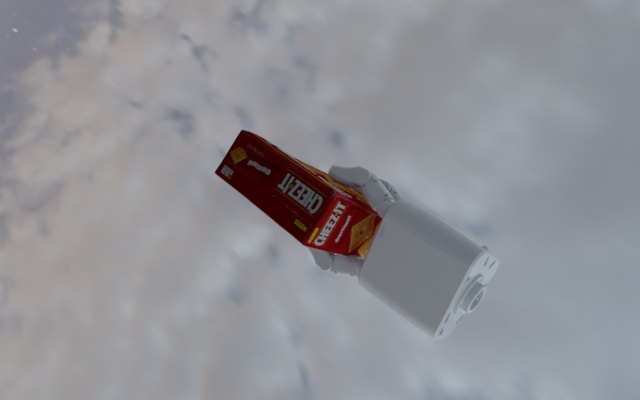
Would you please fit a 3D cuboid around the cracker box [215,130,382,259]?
[{"bbox_3d":[0.000,0.002,0.604,0.164,0.072,0.214,35,6,33],"label":"cracker box"}]
